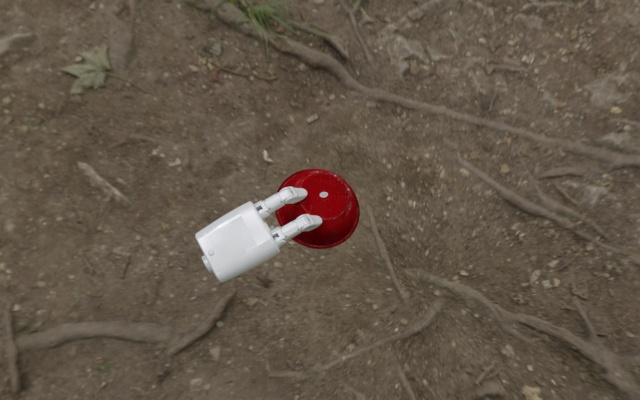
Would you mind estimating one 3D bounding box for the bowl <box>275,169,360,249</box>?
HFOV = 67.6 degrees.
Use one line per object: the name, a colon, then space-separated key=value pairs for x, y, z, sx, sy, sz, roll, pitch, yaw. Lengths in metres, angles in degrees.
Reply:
bowl: x=0.001 y=0.002 z=0.861 sx=0.162 sy=0.162 sz=0.055 roll=0 pitch=-24 yaw=-13
